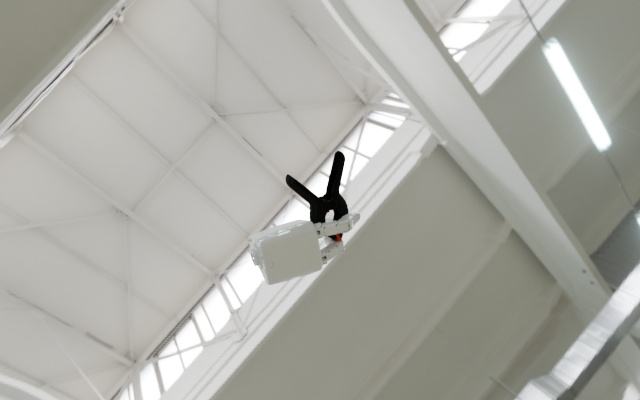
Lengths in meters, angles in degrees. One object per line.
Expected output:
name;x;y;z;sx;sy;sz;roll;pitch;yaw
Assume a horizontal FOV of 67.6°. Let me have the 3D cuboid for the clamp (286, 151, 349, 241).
clamp;0.000;0.003;0.877;0.120;0.171;0.039;-16;22;-18
